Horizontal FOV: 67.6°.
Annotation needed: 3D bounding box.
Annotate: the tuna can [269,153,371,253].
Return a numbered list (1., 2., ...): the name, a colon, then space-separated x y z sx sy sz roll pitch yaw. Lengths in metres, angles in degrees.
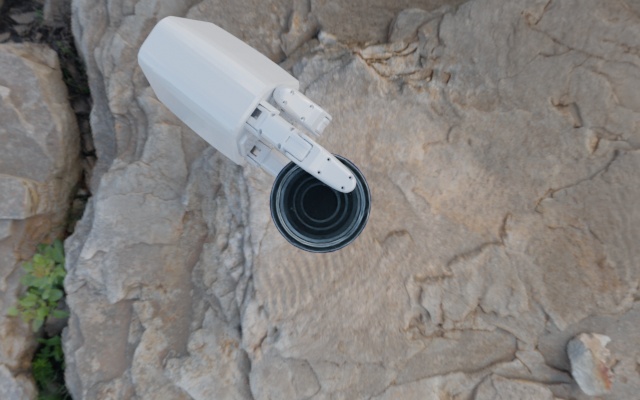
1. tuna can: 0.000 0.001 0.407 0.086 0.086 0.034 0 2 0
